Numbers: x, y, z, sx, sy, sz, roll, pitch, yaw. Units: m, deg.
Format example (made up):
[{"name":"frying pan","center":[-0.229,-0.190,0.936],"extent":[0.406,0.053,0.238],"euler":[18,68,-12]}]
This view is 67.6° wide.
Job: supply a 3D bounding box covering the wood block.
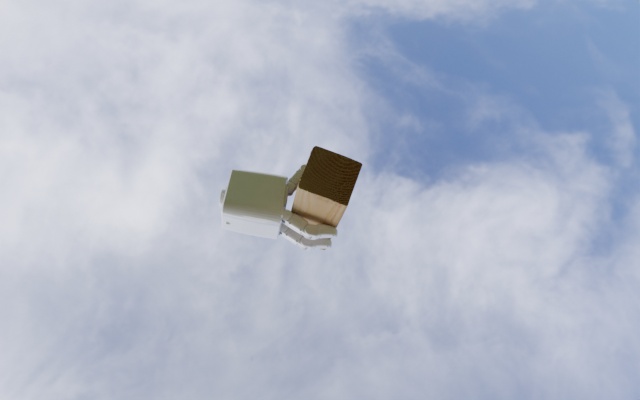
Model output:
[{"name":"wood block","center":[0.000,0.003,0.874],"extent":[0.090,0.090,0.206],"euler":[21,-28,0]}]
